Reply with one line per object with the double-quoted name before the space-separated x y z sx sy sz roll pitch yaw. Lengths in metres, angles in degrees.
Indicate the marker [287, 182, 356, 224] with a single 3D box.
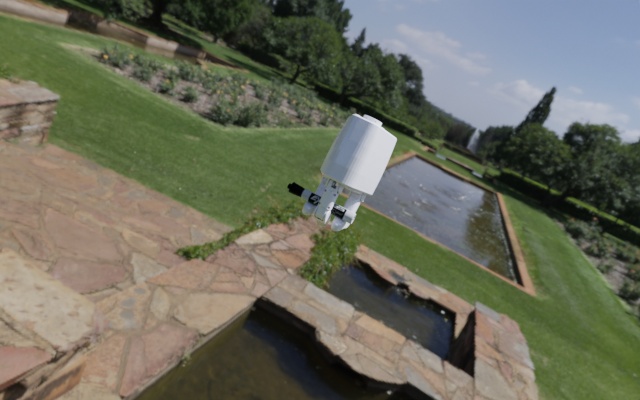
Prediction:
"marker" 0.000 0.003 0.772 0.121 0.020 0.020 27 6 12
